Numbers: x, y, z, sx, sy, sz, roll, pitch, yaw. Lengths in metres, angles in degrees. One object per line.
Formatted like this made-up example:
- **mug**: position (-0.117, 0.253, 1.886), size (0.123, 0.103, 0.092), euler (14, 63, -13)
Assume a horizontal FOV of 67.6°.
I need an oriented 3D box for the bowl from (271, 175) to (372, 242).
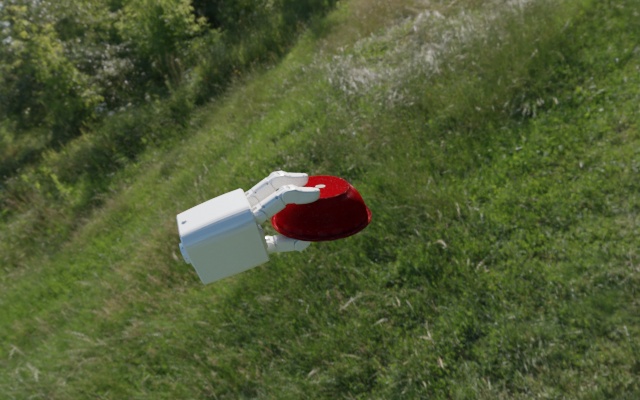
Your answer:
- **bowl**: position (0.001, 0.002, 0.754), size (0.162, 0.055, 0.162), euler (-2, 25, 1)
